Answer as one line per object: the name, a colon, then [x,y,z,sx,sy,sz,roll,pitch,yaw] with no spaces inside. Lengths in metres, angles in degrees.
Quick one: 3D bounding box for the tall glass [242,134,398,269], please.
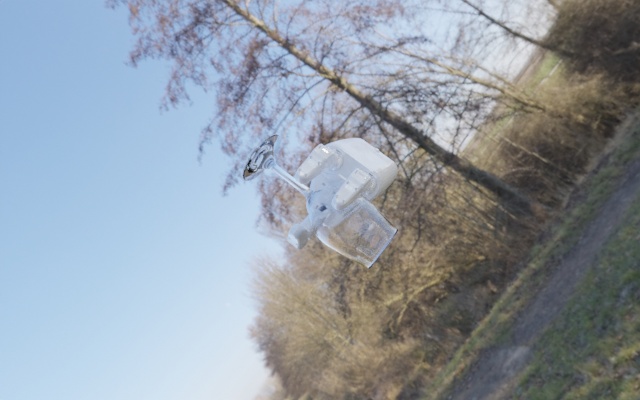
tall glass: [-0.001,0.002,0.609,0.201,0.079,0.079,37,8,11]
